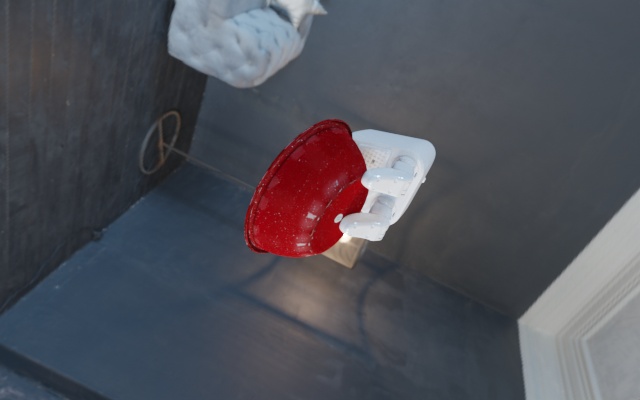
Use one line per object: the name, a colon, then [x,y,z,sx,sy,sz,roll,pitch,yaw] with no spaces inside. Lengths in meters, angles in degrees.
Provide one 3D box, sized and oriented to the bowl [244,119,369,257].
bowl: [0.000,0.002,0.481,0.055,0.162,0.162,36,16,23]
